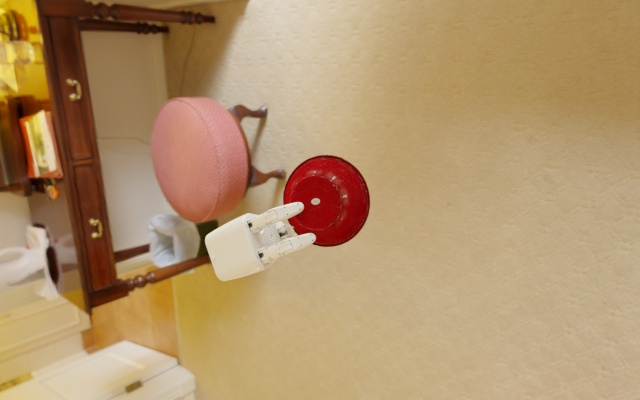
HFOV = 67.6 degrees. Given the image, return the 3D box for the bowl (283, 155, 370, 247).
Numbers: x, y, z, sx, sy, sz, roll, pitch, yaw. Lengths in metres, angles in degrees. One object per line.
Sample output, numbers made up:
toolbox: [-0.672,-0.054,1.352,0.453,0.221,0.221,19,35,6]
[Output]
bowl: [0.001,0.002,0.810,0.162,0.162,0.055,0,3,20]
